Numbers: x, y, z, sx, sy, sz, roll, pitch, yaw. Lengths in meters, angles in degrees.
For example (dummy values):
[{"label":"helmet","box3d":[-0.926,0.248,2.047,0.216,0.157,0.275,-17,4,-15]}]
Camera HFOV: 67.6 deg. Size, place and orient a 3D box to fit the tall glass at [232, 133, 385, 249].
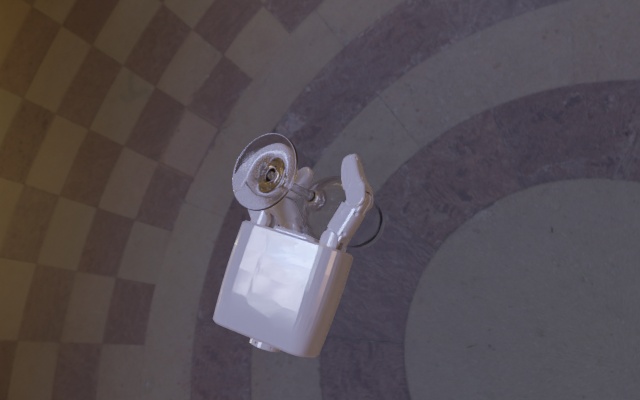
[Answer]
[{"label":"tall glass","box3d":[0.000,0.001,0.510,0.079,0.079,0.201,0,-16,33]}]
